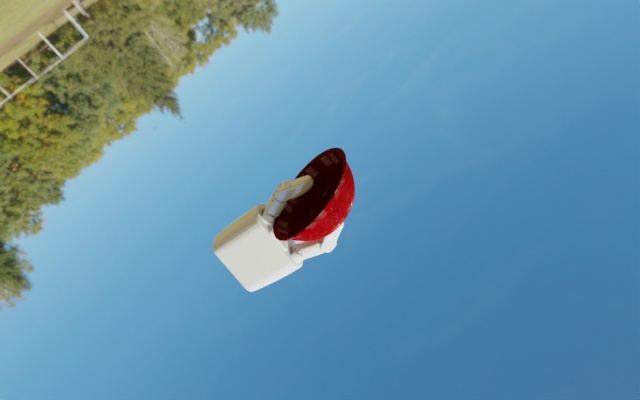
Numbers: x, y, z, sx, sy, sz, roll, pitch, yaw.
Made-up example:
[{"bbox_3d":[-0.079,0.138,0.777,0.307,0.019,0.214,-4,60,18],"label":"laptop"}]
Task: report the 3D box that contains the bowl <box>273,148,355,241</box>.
[{"bbox_3d":[0.001,0.002,0.707,0.055,0.162,0.162,35,-16,-23],"label":"bowl"}]
